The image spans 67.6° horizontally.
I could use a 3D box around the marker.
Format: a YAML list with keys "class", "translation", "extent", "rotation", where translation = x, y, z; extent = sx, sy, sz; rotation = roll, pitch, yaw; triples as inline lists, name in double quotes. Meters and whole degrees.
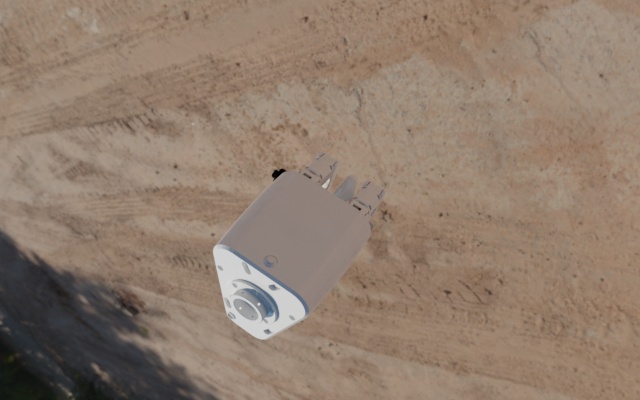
- class: "marker"
  translation: [0.000, 0.002, 0.503]
  extent: [0.121, 0.020, 0.020]
  rotation: [32, 6, 10]
